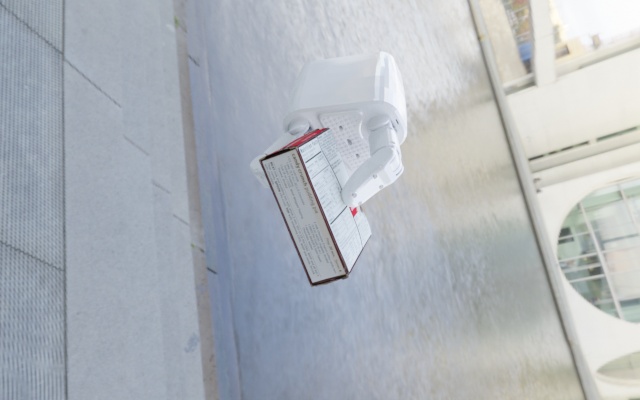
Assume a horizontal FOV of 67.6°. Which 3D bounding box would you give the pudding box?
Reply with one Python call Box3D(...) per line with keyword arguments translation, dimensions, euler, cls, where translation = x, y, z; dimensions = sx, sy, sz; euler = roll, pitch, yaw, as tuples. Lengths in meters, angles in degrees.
Box3D(translation=(0.000, 0.001, 0.402), dimensions=(0.039, 0.113, 0.090), euler=(-19, 11, 24), cls="pudding box")
